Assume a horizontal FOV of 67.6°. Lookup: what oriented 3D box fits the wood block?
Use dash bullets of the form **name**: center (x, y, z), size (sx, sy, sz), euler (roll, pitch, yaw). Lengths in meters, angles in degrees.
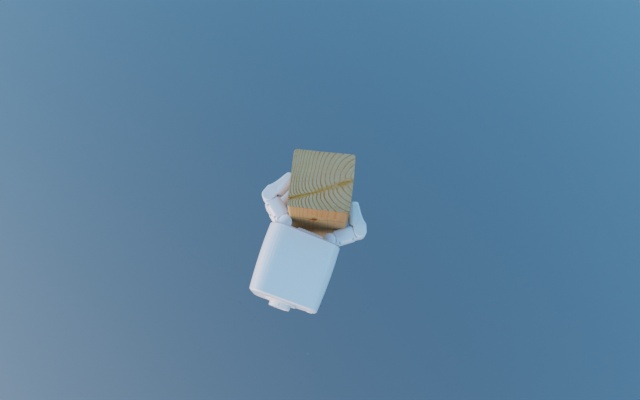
- **wood block**: center (0.000, 0.003, 0.767), size (0.091, 0.090, 0.206), euler (7, -18, 1)
